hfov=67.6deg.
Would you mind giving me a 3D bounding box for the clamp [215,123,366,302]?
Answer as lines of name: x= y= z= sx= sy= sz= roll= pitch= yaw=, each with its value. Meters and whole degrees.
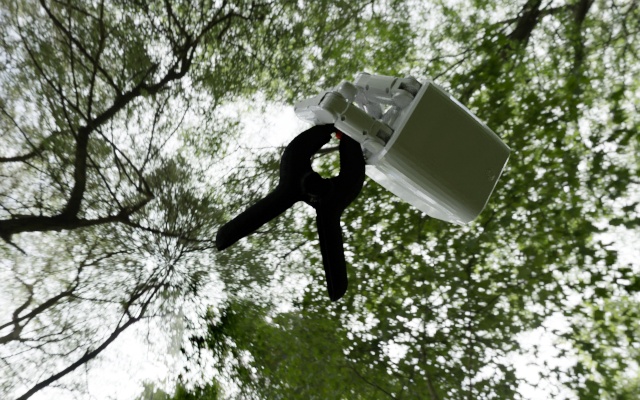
clamp: x=0.000 y=0.001 z=0.430 sx=0.120 sy=0.171 sz=0.039 roll=35 pitch=-16 yaw=-8
